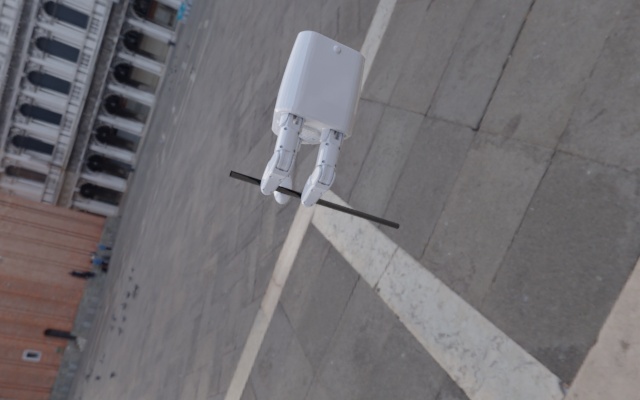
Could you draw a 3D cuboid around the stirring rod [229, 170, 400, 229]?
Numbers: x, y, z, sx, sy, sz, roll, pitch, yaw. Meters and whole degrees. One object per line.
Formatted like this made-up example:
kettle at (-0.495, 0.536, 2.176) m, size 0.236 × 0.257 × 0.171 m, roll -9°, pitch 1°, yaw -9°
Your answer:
stirring rod at (0.000, 0.002, 0.608) m, size 0.239 × 0.011 × 0.011 m, roll 18°, pitch -7°, yaw -23°
